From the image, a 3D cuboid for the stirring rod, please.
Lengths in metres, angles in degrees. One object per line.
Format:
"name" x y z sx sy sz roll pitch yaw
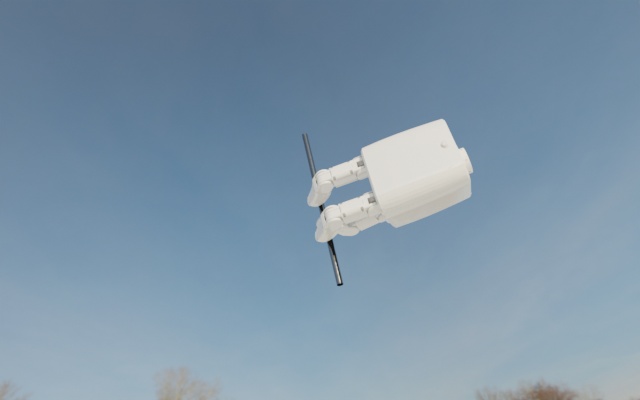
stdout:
"stirring rod" 0.000 0.002 0.632 0.011 0.239 0.011 -9 -33 -6
